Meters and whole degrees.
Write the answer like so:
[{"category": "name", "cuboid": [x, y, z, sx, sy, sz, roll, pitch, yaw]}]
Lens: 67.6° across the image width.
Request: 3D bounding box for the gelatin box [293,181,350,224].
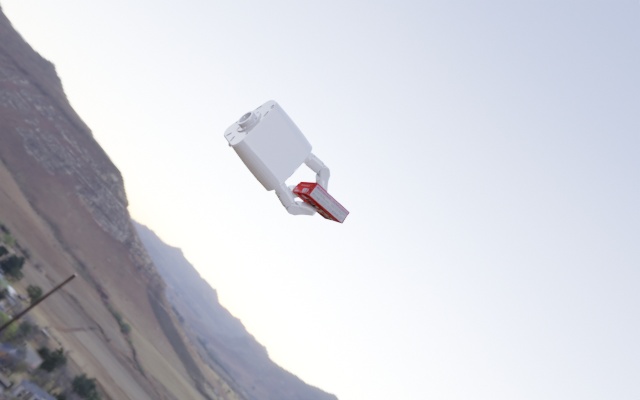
[{"category": "gelatin box", "cuboid": [0.001, 0.003, 0.861, 0.089, 0.030, 0.073, 40, -12, -22]}]
